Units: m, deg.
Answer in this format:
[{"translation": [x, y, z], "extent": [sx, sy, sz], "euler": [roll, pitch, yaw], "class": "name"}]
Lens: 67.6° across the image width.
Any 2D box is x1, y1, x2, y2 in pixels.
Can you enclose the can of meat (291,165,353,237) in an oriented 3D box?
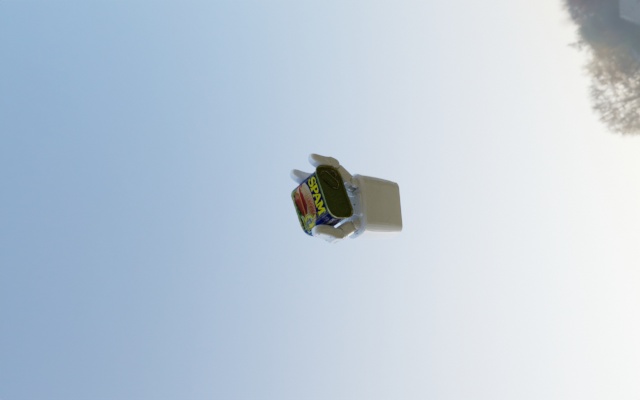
[{"translation": [0.000, 0.003, 0.835], "extent": [0.057, 0.102, 0.084], "euler": [1, -28, -41], "class": "can of meat"}]
